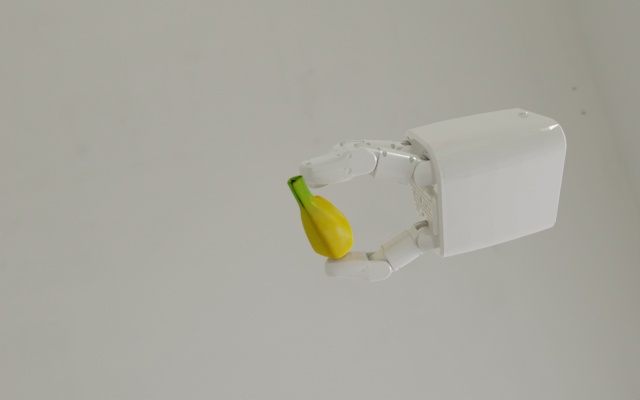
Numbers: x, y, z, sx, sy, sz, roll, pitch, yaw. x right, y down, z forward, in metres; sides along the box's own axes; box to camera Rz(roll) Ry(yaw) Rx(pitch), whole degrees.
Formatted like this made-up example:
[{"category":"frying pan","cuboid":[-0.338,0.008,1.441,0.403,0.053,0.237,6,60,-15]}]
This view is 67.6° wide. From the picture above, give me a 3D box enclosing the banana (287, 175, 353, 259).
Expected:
[{"category":"banana","cuboid":[0.005,0.019,0.435,0.037,0.069,0.198,-17,-5,0]}]
